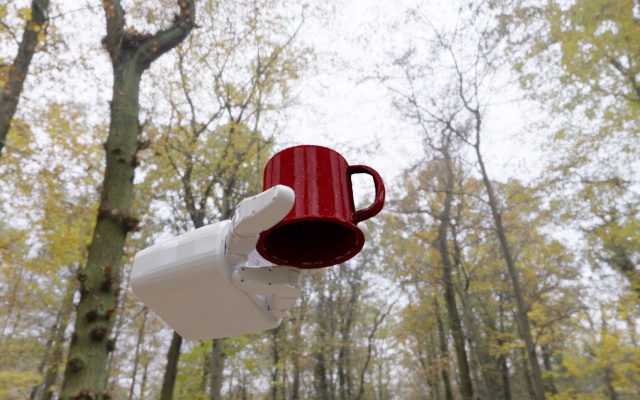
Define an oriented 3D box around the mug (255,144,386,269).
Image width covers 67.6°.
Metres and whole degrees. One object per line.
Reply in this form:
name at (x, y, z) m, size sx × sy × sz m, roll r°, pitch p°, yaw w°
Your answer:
mug at (0.001, 0.001, 0.420) m, size 0.117 × 0.081 × 0.093 m, roll -18°, pitch -36°, yaw 21°
